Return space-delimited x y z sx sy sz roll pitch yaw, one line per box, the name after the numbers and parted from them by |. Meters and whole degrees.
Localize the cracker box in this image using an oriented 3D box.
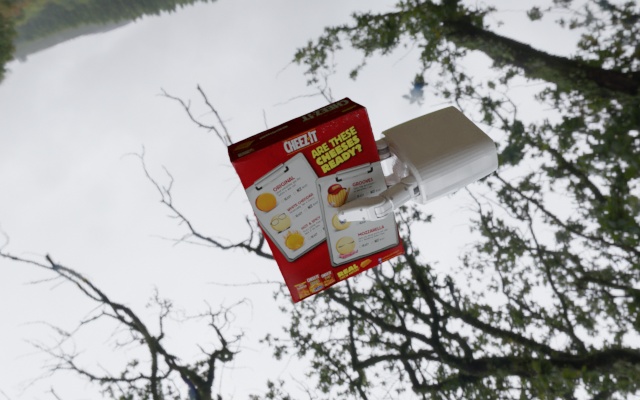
0.000 0.002 0.600 0.164 0.214 0.072 -24 28 -7 | cracker box
